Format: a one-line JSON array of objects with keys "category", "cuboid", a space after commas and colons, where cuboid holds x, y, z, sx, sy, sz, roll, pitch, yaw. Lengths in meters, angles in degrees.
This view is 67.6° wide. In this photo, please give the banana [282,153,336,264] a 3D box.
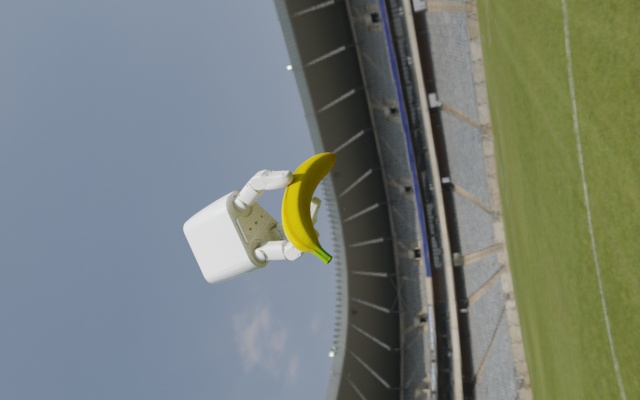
[{"category": "banana", "cuboid": [-0.016, -0.002, 0.641, 0.069, 0.197, 0.037, 24, -45, -20]}]
